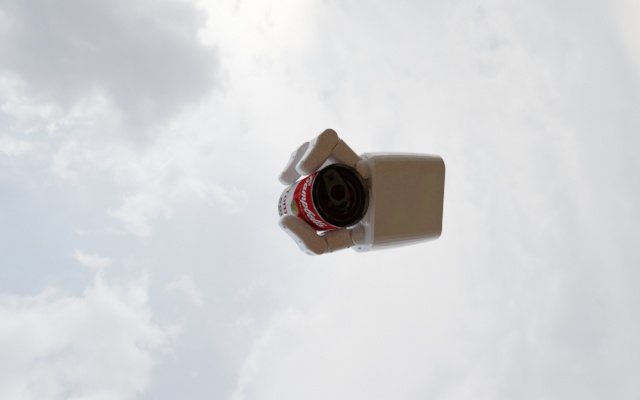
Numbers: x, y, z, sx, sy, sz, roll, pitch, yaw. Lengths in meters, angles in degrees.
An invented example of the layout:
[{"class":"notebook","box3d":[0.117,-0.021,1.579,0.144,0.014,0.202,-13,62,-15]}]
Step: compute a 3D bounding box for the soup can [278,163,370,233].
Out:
[{"class":"soup can","box3d":[0.000,0.002,0.537,0.068,0.068,0.102,0,-8,-26]}]
